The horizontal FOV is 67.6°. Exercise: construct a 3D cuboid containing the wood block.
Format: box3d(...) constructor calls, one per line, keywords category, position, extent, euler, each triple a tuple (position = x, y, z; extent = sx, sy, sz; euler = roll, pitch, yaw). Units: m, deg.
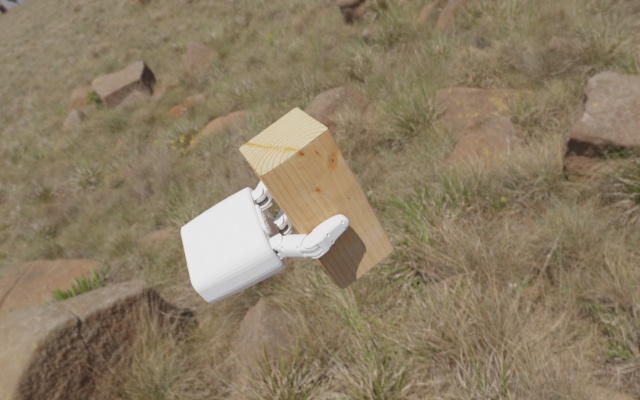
box3d(category="wood block", position=(0.000, 0.002, 0.596), extent=(0.090, 0.206, 0.090), euler=(-36, 36, -6))
